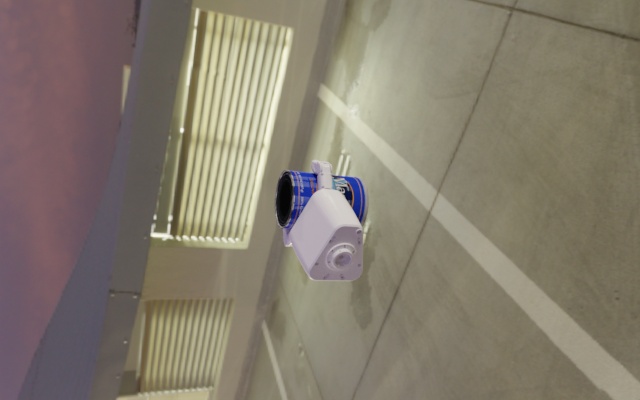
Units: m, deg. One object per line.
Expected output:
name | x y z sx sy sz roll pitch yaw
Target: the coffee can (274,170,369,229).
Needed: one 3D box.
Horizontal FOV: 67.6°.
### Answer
coffee can | 0.000 0.003 0.849 0.140 0.103 0.103 5 -2 -22
